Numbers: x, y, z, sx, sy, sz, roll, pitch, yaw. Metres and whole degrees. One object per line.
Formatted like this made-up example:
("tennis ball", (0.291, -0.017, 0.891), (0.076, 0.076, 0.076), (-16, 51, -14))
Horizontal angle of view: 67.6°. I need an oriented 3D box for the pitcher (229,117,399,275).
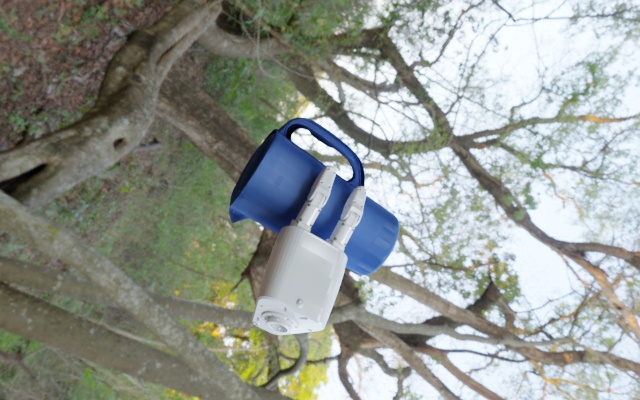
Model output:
("pitcher", (0.000, 0.002, 0.710), (0.243, 0.145, 0.149), (31, -38, -15))
